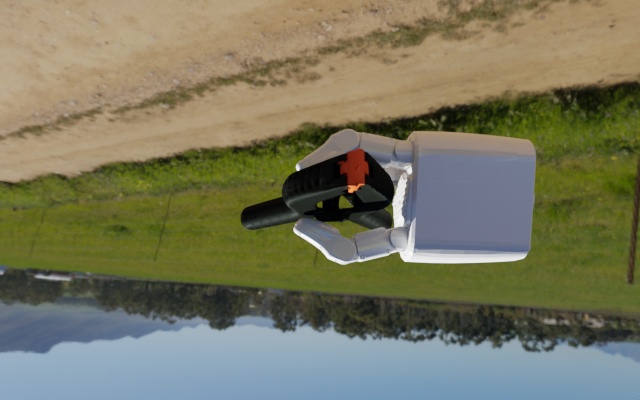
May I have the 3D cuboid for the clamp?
[{"bbox_3d":[0.000,0.002,0.435,0.164,0.036,0.210,-1,-14,-2],"label":"clamp"}]
